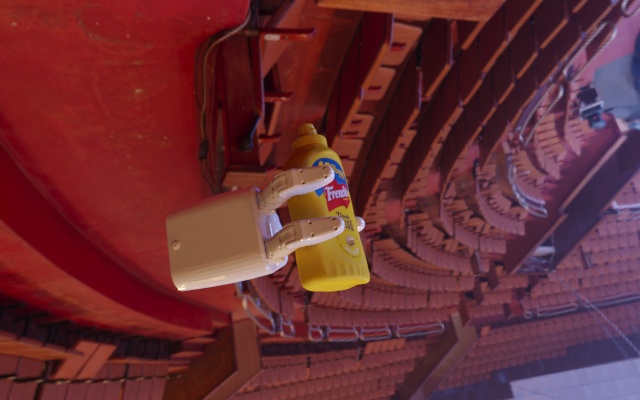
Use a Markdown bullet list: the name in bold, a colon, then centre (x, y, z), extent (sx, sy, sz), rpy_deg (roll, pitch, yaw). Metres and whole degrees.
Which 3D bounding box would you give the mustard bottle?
- **mustard bottle**: centre (0.000, 0.002, 0.533), extent (0.058, 0.191, 0.096), rpy_deg (-23, -22, 30)
